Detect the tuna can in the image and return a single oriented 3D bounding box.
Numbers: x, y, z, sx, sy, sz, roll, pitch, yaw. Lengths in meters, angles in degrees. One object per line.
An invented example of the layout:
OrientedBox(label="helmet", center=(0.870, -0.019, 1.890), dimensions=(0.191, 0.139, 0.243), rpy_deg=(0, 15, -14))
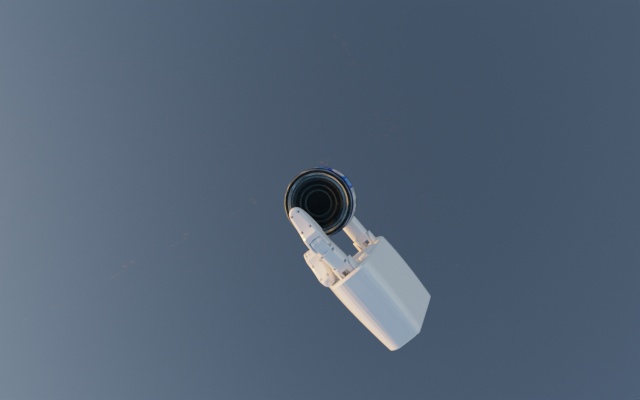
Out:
OrientedBox(label="tuna can", center=(0.000, 0.002, 0.581), dimensions=(0.086, 0.086, 0.034), rpy_deg=(0, 6, 12))
